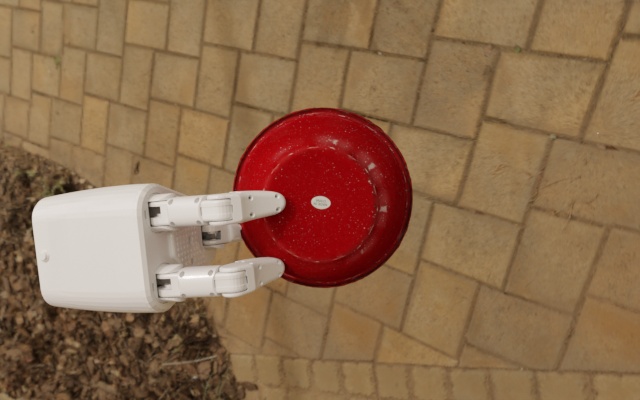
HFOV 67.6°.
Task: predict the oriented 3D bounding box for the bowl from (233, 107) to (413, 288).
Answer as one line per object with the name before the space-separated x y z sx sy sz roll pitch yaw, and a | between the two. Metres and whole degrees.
bowl | 0.001 0.001 0.400 0.162 0.162 0.055 0 5 2
